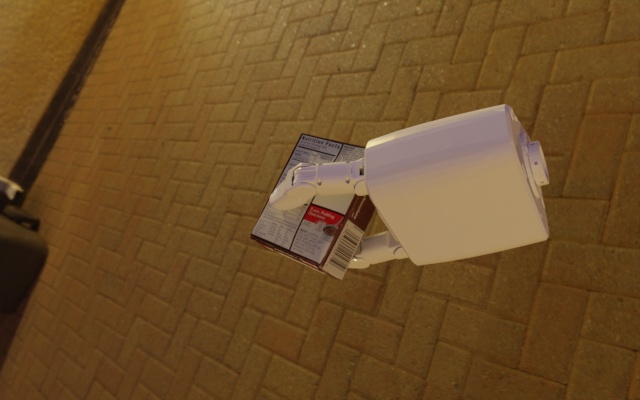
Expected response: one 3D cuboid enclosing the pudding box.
[{"bbox_3d":[0.000,0.001,0.423,0.090,0.113,0.039,18,-14,38],"label":"pudding box"}]
